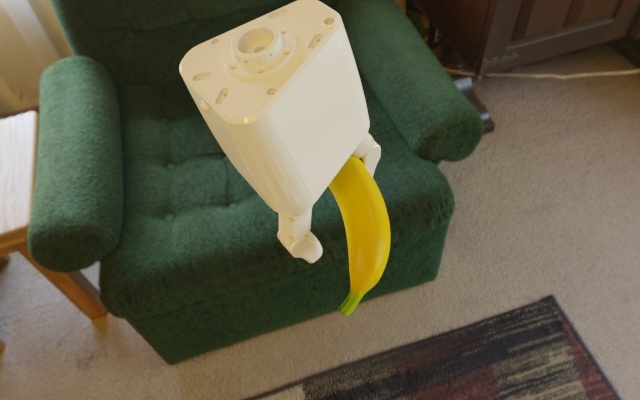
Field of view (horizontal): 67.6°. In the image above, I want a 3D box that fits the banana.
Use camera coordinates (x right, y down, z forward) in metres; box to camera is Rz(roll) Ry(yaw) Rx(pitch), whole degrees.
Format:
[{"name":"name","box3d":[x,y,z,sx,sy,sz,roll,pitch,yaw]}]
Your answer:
[{"name":"banana","box3d":[0.018,-0.003,0.425,0.069,0.197,0.037,-25,-31,12]}]
